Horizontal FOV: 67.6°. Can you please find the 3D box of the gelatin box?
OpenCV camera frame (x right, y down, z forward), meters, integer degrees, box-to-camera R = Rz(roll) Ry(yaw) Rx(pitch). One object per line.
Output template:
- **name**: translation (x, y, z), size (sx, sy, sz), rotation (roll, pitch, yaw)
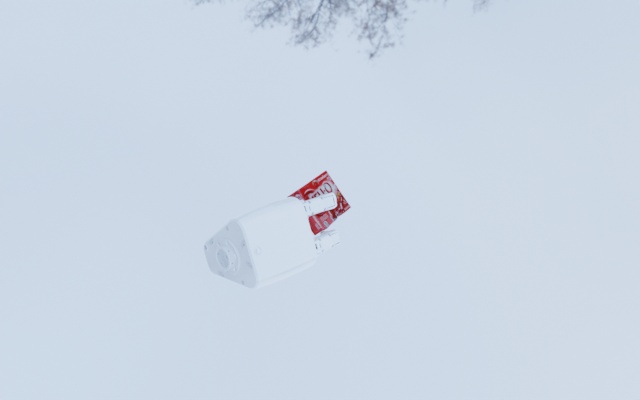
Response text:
- **gelatin box**: translation (0.000, 0.003, 0.743), size (0.030, 0.073, 0.089), rotation (-32, 3, 38)
